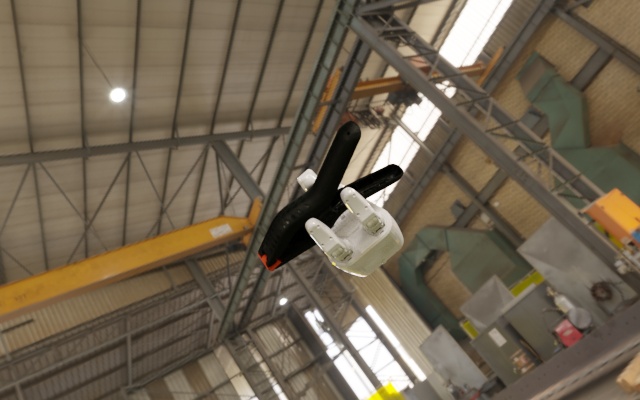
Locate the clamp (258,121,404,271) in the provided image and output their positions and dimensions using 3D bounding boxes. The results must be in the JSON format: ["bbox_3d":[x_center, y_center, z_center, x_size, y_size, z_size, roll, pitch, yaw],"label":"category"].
[{"bbox_3d":[-0.001,0.002,0.569,0.210,0.036,0.165,-41,-30,4],"label":"clamp"}]
